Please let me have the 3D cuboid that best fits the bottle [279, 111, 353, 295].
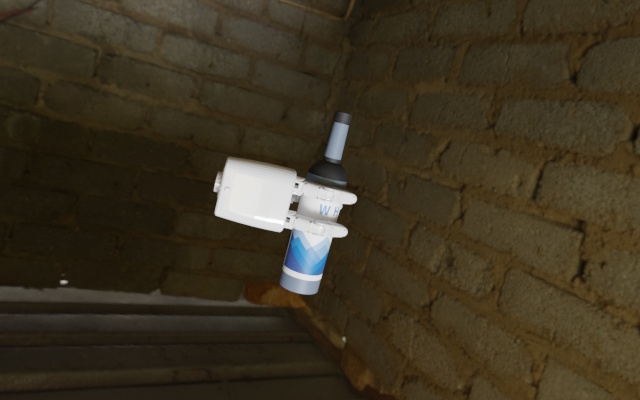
[{"bbox_3d":[0.000,0.003,0.772,0.069,0.296,0.069,14,9,-2],"label":"bottle"}]
